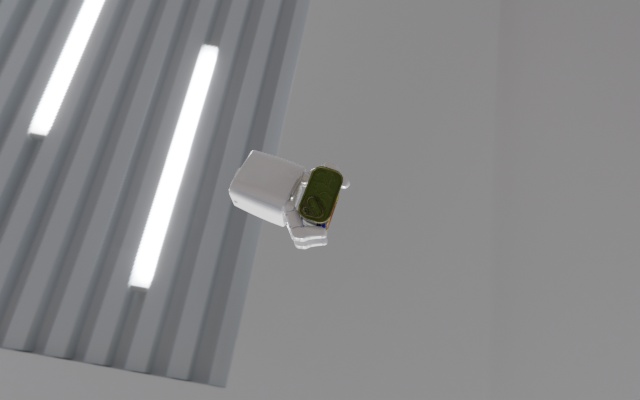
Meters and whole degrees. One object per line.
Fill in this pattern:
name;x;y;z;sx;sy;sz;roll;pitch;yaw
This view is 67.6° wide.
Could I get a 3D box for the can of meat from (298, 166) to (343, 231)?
can of meat;0.000;0.003;0.855;0.057;0.102;0.084;18;-19;6
